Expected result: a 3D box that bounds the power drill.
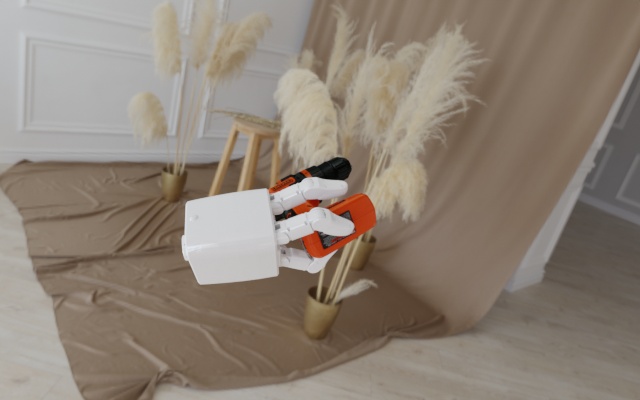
[{"bbox_3d":[0.000,0.002,0.691,0.184,0.057,0.187,-31,26,-16],"label":"power drill"}]
